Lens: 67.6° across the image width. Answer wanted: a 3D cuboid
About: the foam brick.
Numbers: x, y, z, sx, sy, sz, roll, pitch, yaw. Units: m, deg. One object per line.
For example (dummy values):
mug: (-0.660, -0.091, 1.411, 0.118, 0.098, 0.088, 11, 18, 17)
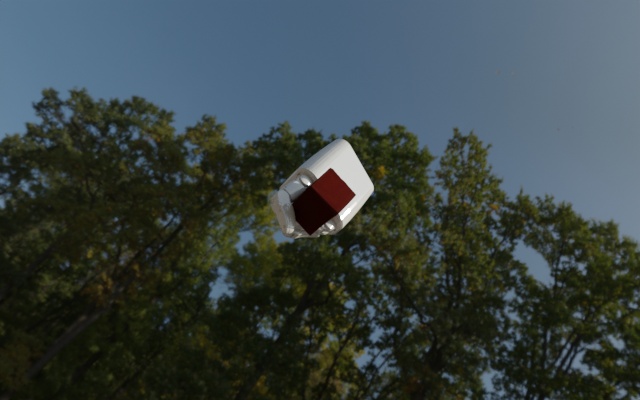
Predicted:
foam brick: (0.000, 0.002, 0.655, 0.051, 0.053, 0.078, -43, 2, -39)
